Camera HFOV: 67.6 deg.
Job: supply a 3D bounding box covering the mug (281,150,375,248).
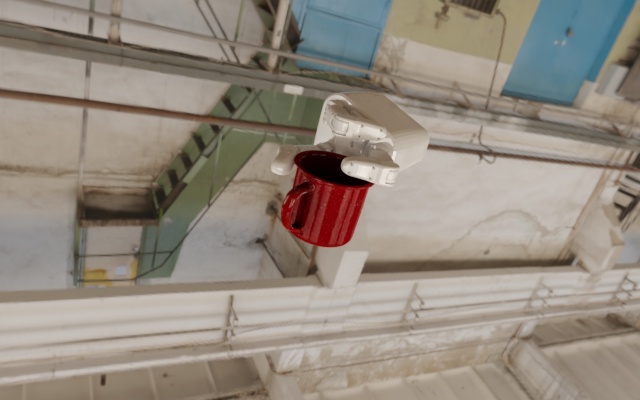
[{"bbox_3d":[-0.001,0.002,0.528,0.093,0.081,0.117,30,29,27],"label":"mug"}]
